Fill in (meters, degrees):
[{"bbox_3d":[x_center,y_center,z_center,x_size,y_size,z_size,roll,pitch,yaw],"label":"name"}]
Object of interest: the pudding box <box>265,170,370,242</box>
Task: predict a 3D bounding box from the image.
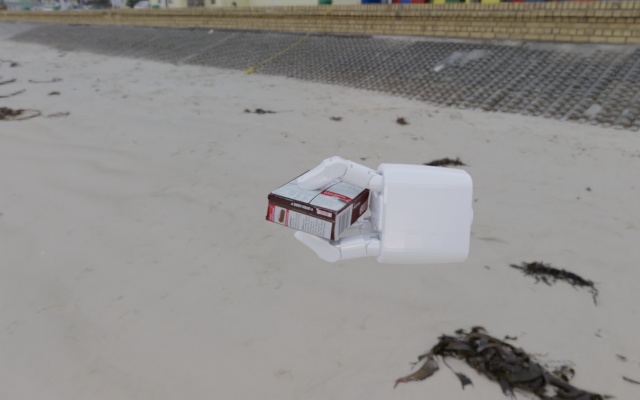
[{"bbox_3d":[0.000,0.002,0.579,0.090,0.039,0.113,15,22,21],"label":"pudding box"}]
